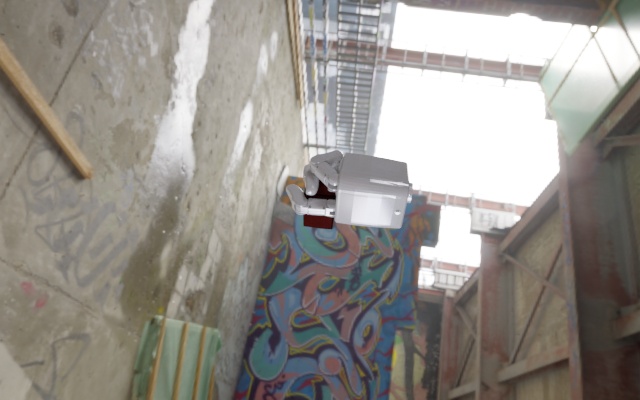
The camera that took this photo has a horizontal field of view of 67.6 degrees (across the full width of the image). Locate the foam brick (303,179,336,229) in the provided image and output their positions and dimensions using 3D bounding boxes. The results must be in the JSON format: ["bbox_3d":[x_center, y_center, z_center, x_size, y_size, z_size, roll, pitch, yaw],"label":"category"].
[{"bbox_3d":[0.000,0.003,0.800,0.051,0.078,0.053,7,44,4],"label":"foam brick"}]
